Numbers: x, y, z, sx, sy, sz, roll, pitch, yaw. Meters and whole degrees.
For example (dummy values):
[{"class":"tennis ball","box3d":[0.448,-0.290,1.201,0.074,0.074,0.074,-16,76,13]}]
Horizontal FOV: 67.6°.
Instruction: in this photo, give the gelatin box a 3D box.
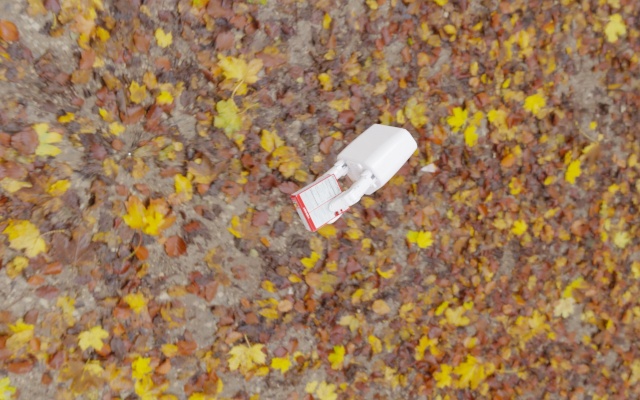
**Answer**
[{"class":"gelatin box","box3d":[0.000,0.003,0.857,0.089,0.073,0.030,-32,14,-24]}]
